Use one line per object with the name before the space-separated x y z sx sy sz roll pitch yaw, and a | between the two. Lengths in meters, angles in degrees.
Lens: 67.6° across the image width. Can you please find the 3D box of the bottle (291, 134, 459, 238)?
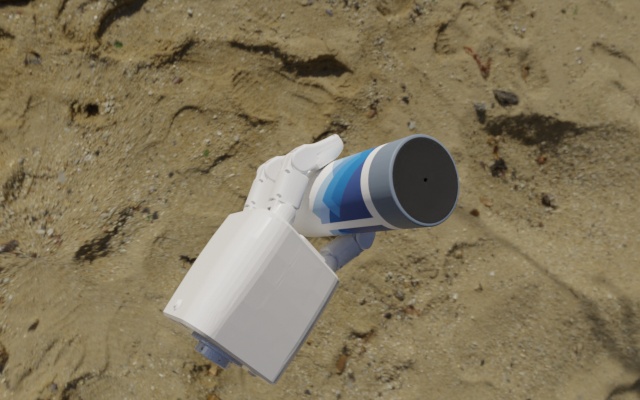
bottle | 0.000 0.001 0.462 0.069 0.069 0.296 0 -6 -31
